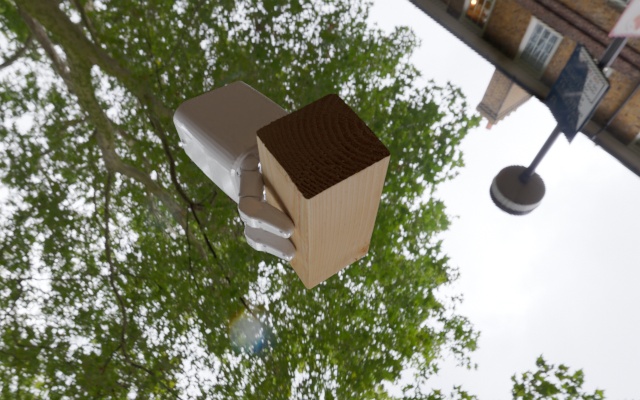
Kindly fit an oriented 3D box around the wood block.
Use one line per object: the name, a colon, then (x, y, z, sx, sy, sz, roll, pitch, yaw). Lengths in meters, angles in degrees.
wood block: (0.000, 0.001, 0.508, 0.091, 0.090, 0.206, -30, -26, -17)
